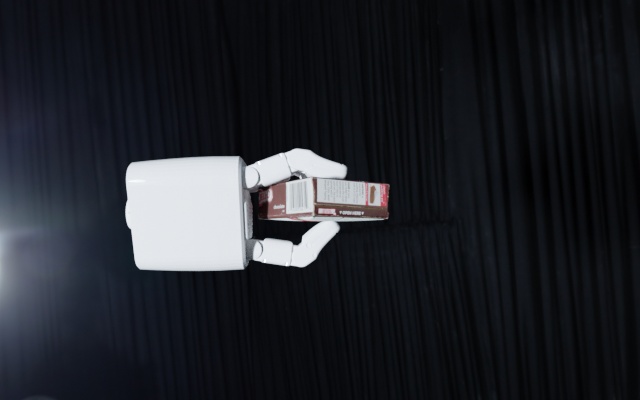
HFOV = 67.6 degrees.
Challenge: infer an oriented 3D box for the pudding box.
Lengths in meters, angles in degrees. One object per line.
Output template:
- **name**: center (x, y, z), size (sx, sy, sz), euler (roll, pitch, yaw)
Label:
- **pudding box**: center (0.000, 0.002, 0.483), size (0.090, 0.039, 0.113), euler (3, -3, -33)
